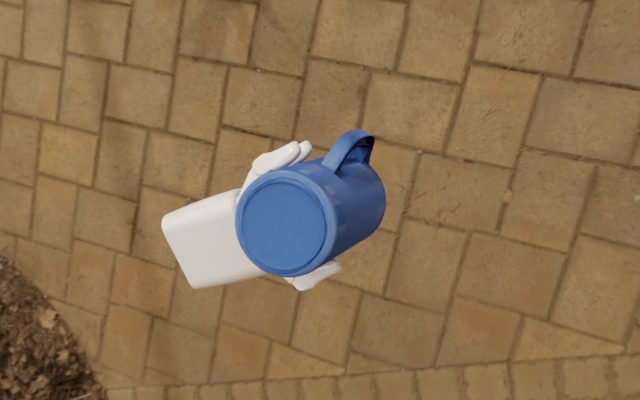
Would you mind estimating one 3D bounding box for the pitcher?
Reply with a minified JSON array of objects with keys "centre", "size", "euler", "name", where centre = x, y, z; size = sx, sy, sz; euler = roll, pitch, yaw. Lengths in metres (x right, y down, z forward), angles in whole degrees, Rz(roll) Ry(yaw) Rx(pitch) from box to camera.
[{"centre":[0.000,0.002,0.573],"size":[0.145,0.149,0.243],"euler":[-16,1,17],"name":"pitcher"}]
